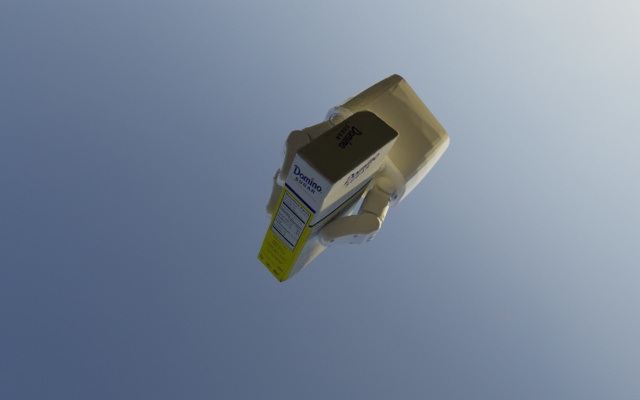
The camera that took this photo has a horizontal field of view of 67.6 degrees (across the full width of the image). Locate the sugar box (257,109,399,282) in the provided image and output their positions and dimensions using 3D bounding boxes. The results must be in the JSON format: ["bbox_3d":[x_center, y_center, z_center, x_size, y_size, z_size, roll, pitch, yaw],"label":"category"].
[{"bbox_3d":[0.000,0.001,0.447,0.093,0.048,0.176,-37,-18,-36],"label":"sugar box"}]
